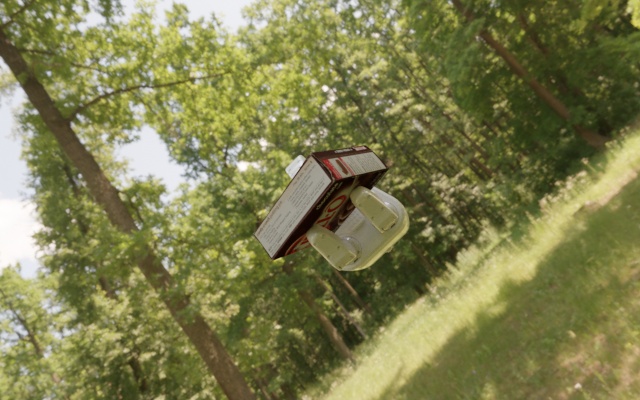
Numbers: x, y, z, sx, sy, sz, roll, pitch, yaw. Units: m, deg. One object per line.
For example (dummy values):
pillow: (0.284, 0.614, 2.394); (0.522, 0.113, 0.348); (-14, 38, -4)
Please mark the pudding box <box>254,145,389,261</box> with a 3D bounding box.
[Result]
pudding box: (0.000, 0.001, 0.451); (0.090, 0.039, 0.113); (-17, -31, -51)
